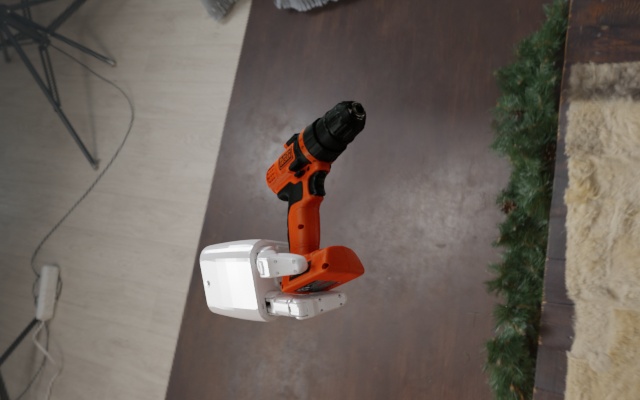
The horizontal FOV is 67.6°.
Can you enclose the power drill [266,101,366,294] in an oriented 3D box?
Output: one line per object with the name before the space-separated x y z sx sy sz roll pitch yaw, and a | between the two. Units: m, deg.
power drill | 0.000 0.002 0.543 0.057 0.187 0.184 9 -29 -30
